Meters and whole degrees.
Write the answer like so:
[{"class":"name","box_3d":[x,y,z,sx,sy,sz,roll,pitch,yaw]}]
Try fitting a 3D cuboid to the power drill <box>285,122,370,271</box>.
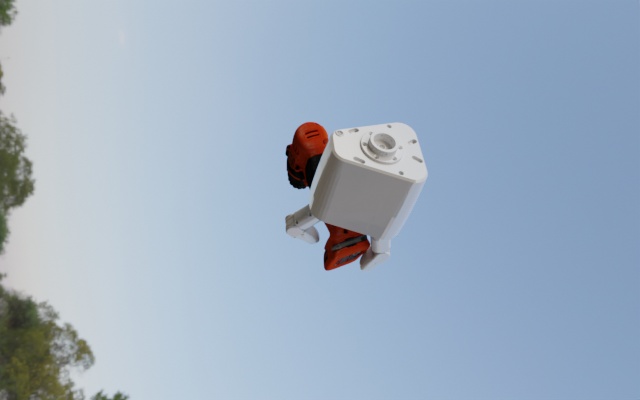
[{"class":"power drill","box_3d":[0.000,0.003,0.684,0.057,0.187,0.184,-20,-14,-12]}]
